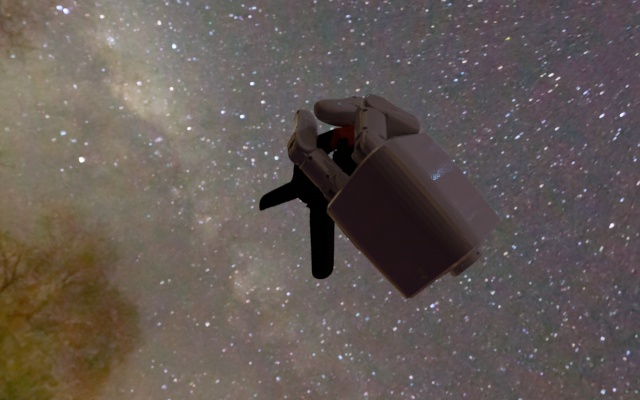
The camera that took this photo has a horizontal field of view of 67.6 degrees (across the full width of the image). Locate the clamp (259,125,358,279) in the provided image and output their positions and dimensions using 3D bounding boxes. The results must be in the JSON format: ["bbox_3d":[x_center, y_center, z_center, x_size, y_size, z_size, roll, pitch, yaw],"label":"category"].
[{"bbox_3d":[0.000,0.001,0.486,0.039,0.120,0.171,-29,-16,-41],"label":"clamp"}]
